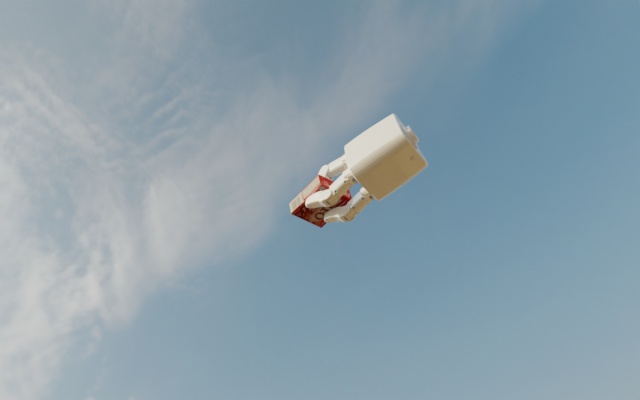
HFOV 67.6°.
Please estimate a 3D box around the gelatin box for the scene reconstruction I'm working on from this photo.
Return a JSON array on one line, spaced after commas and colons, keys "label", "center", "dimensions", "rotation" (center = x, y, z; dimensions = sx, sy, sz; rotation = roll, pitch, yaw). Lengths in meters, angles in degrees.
[{"label": "gelatin box", "center": [0.000, 0.003, 0.852], "dimensions": [0.073, 0.030, 0.089], "rotation": [26, -56, -33]}]
